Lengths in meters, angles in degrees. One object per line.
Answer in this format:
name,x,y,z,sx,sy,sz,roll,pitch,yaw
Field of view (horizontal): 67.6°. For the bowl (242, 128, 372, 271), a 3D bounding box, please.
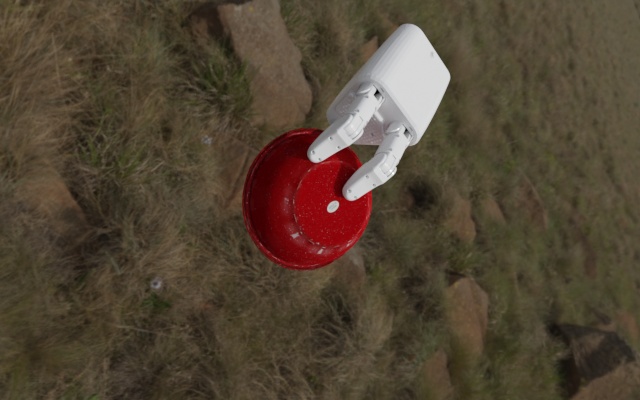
bowl,0.000,0.003,0.518,0.162,0.162,0.055,0,5,-29
